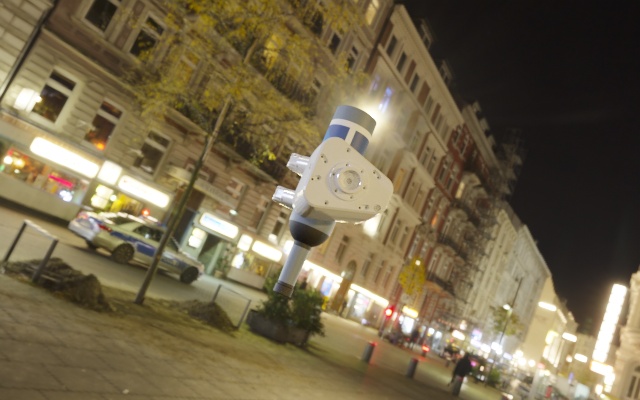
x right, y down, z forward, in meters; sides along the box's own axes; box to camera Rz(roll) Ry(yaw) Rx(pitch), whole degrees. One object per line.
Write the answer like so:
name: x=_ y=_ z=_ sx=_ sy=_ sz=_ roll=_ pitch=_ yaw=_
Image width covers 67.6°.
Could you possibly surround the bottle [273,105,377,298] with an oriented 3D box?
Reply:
bottle: x=0.000 y=0.002 z=0.716 sx=0.069 sy=0.295 sz=0.069 roll=22 pitch=-10 yaw=4
